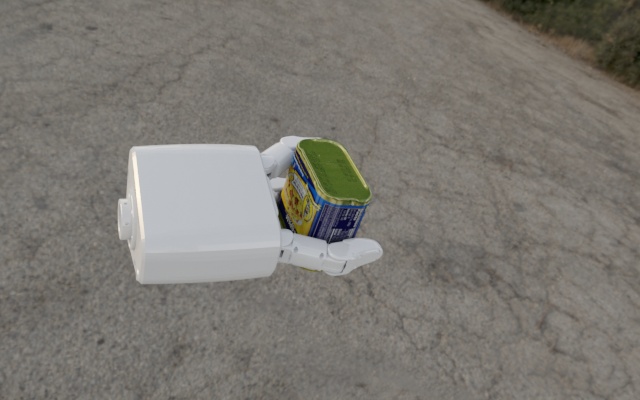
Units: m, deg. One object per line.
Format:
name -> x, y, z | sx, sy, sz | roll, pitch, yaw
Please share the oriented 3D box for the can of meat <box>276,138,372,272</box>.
can of meat -> 0.000, 0.001, 0.451 | 0.057, 0.084, 0.102 | 1, 39, -25
